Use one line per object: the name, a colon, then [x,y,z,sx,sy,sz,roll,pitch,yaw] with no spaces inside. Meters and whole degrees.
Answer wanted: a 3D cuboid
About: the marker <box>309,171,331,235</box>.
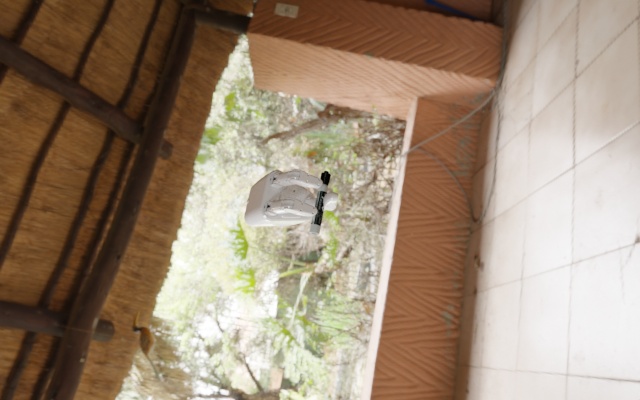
marker: [0.000,0.003,0.863,0.020,0.121,0.020,10,-18,3]
